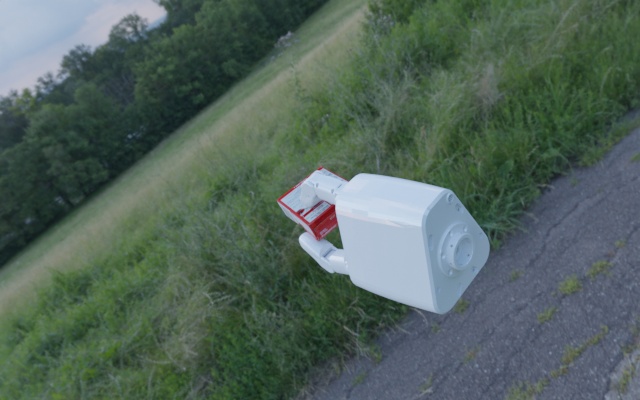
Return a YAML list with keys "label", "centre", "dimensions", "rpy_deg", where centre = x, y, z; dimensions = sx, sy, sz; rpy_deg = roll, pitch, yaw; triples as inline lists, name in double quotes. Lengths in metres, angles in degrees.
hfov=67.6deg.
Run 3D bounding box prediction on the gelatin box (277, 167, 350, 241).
- label: "gelatin box"
  centre: [0.000, 0.001, 0.569]
  dimensions: [0.073, 0.030, 0.089]
  rpy_deg: [-38, 34, -13]
